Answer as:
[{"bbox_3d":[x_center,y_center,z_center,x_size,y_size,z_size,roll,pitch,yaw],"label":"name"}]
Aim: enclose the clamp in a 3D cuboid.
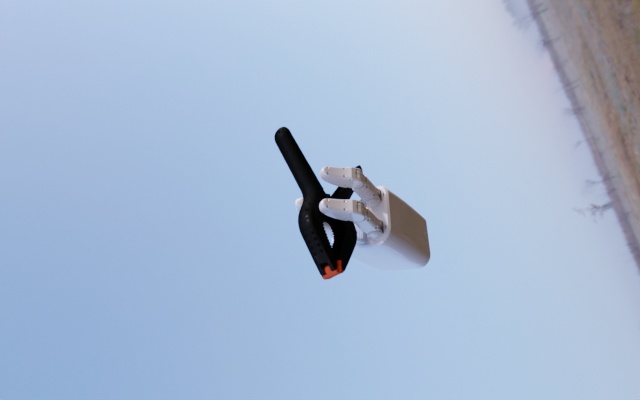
[{"bbox_3d":[0.000,0.003,0.648,0.164,0.209,0.036,28,-44,-32],"label":"clamp"}]
